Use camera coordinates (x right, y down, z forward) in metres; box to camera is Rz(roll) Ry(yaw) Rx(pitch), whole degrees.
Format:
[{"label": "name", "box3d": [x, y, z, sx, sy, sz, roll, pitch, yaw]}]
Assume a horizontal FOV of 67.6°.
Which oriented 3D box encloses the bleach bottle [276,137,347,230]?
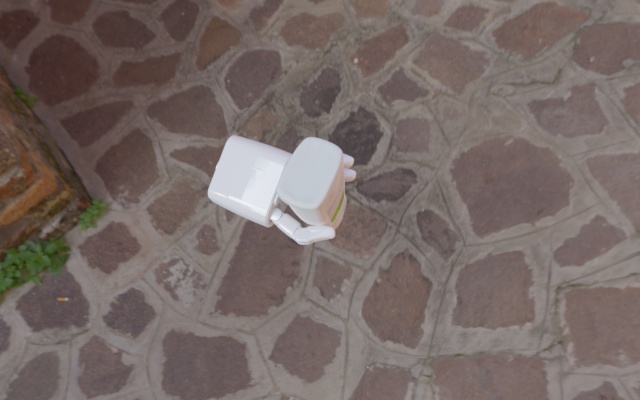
[{"label": "bleach bottle", "box3d": [0.000, 0.002, 0.727, 0.068, 0.102, 0.251, 23, -15, 13]}]
